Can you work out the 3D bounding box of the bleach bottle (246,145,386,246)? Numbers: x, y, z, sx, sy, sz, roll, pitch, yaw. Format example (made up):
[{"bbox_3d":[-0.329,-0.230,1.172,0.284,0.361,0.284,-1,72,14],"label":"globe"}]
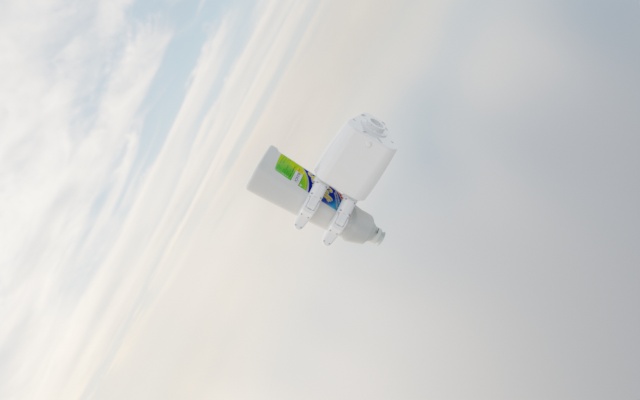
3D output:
[{"bbox_3d":[0.000,0.003,0.834,0.251,0.068,0.102,29,30,-7],"label":"bleach bottle"}]
